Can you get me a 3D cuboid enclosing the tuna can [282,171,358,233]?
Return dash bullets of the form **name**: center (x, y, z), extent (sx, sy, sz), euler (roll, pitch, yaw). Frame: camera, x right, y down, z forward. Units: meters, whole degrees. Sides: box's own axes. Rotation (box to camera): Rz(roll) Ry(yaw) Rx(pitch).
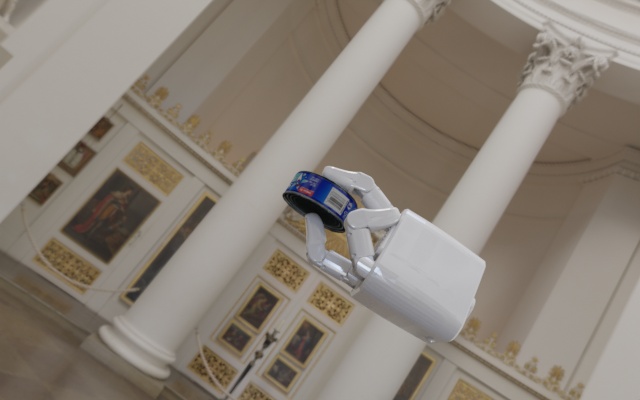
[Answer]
- **tuna can**: center (0.000, 0.001, 0.563), extent (0.086, 0.033, 0.086), euler (28, -16, 9)
